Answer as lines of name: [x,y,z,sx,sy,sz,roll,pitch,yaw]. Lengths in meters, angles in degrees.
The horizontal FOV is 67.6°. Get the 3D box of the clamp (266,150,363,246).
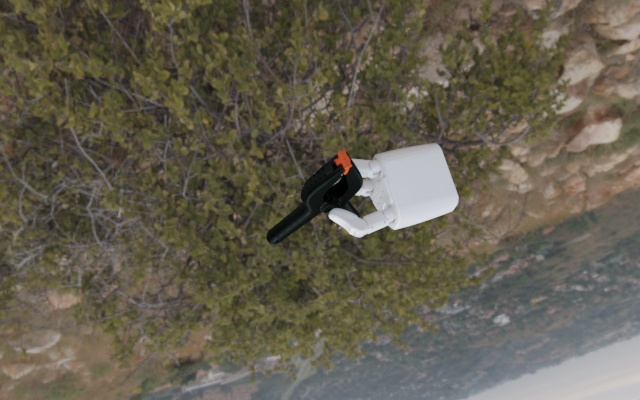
clamp: [0.001,0.003,0.713,0.164,0.036,0.210,-17,-26,-16]
